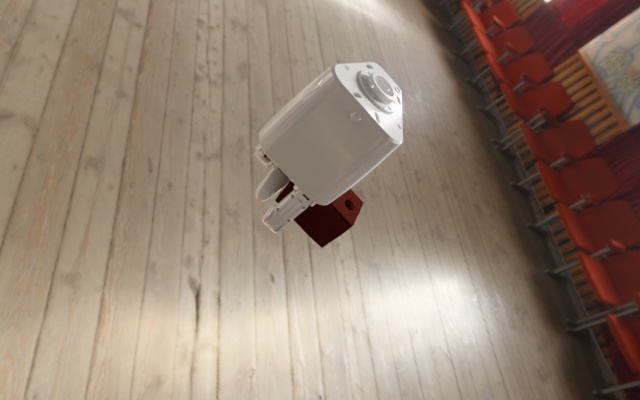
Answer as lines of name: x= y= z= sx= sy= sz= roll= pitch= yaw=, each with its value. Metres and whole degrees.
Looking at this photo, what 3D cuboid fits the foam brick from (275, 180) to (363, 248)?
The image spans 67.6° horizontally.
foam brick: x=0.000 y=0.002 z=0.528 sx=0.051 sy=0.078 sz=0.053 roll=-38 pitch=12 yaw=32
